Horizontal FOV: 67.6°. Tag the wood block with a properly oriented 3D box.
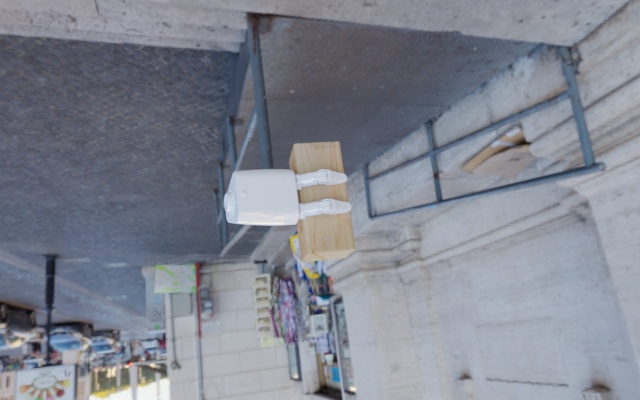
[{"bbox_3d":[0.000,0.003,0.897,0.090,0.206,0.091,-4,-16,-11],"label":"wood block"}]
